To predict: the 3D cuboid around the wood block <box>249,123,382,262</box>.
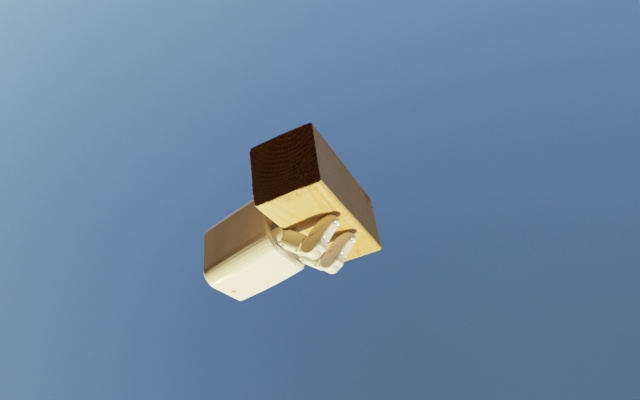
[{"bbox_3d":[0.000,0.002,0.641,0.090,0.090,0.206,-21,-34,17],"label":"wood block"}]
